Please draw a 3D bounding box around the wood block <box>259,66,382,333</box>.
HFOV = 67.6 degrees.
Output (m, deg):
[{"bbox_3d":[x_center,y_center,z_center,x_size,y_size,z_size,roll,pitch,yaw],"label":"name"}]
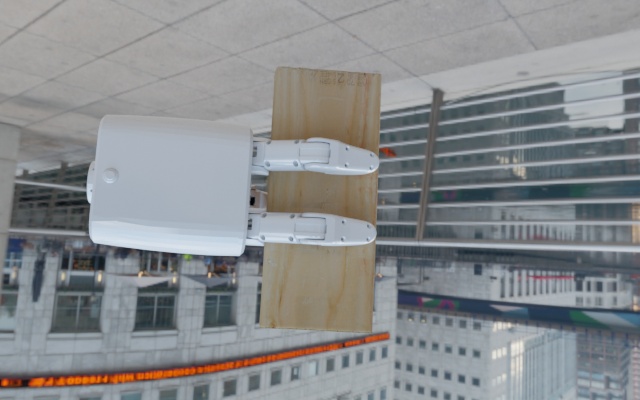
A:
[{"bbox_3d":[0.000,0.002,0.417,0.090,0.206,0.091,3,-6,-3],"label":"wood block"}]
